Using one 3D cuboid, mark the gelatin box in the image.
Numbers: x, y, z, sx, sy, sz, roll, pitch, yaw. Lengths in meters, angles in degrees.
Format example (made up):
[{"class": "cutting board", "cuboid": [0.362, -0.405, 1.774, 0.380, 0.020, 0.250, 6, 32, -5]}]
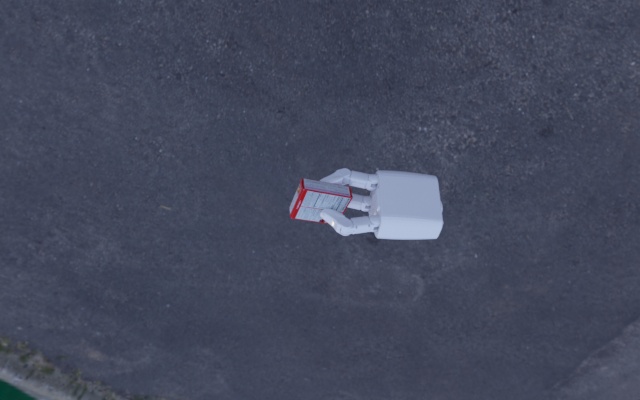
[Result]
[{"class": "gelatin box", "cuboid": [0.000, 0.003, 0.804, 0.089, 0.030, 0.073, 9, -45, -18]}]
